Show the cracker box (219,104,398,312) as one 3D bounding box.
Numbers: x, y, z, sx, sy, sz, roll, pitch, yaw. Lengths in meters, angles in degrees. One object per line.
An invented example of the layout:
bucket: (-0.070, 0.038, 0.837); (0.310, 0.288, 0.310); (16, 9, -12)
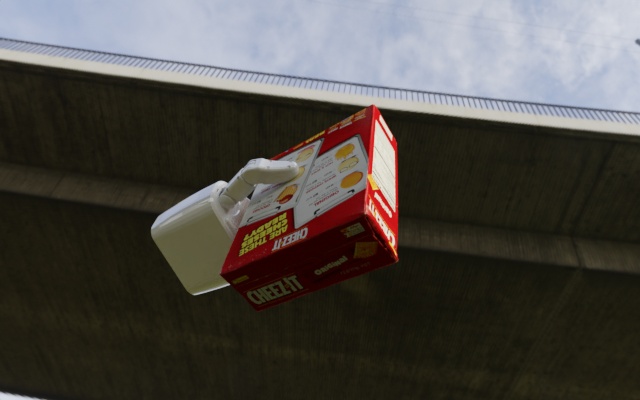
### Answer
cracker box: (0.000, 0.001, 0.522); (0.164, 0.072, 0.213); (-25, 29, 24)
